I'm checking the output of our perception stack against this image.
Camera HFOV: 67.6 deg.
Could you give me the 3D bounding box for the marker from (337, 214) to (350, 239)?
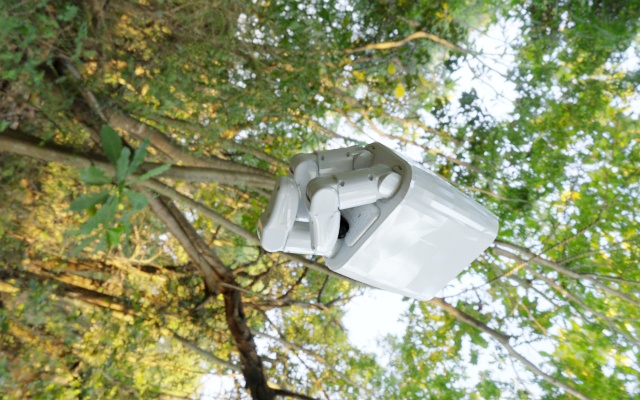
[{"bbox_3d":[0.000,0.001,0.429,0.020,0.020,0.121,0,23,-17],"label":"marker"}]
